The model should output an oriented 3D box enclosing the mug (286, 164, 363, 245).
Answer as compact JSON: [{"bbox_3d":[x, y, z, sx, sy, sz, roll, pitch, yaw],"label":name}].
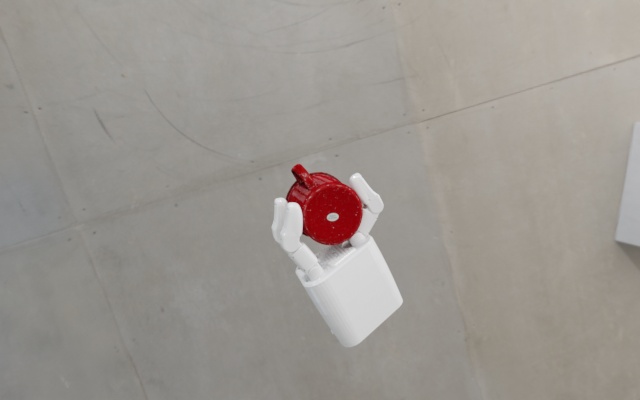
[{"bbox_3d":[0.000,0.001,0.628,0.093,0.117,0.081,-33,15,-8],"label":"mug"}]
